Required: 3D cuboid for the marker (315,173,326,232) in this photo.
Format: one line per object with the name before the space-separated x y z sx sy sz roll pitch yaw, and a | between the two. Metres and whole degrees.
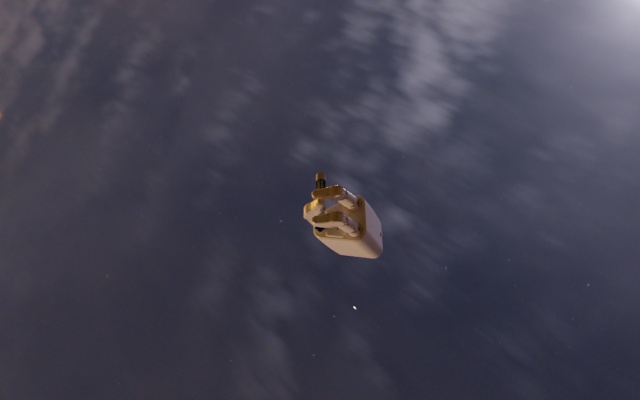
marker | 0.000 0.003 0.899 0.020 0.121 0.020 1 -29 0
